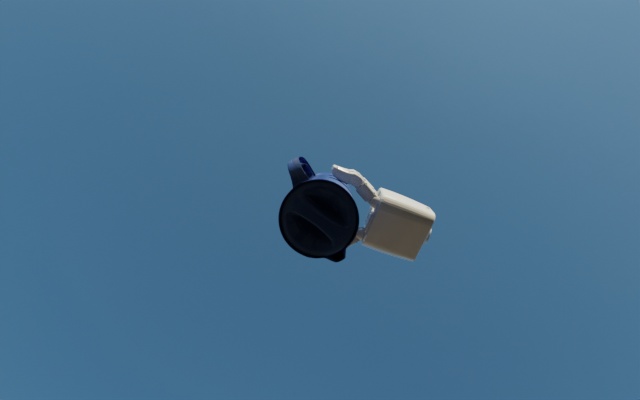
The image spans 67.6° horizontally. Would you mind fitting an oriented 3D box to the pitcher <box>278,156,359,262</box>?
[{"bbox_3d":[0.000,0.003,0.890,0.145,0.149,0.243,18,10,0],"label":"pitcher"}]
